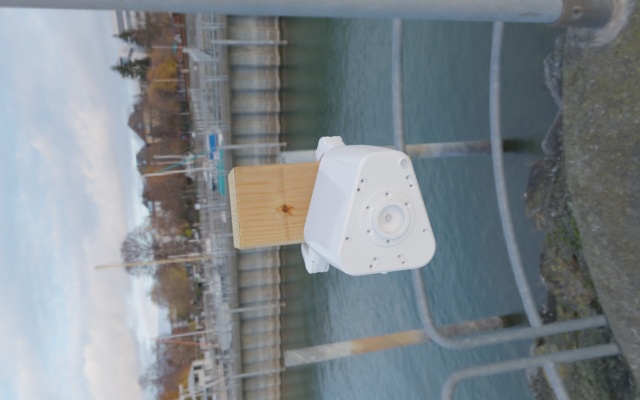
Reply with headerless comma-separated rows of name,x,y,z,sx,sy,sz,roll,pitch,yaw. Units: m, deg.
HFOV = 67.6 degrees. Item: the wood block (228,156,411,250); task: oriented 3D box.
wood block,0.000,0.002,0.572,0.206,0.091,0.090,-5,-2,-15
